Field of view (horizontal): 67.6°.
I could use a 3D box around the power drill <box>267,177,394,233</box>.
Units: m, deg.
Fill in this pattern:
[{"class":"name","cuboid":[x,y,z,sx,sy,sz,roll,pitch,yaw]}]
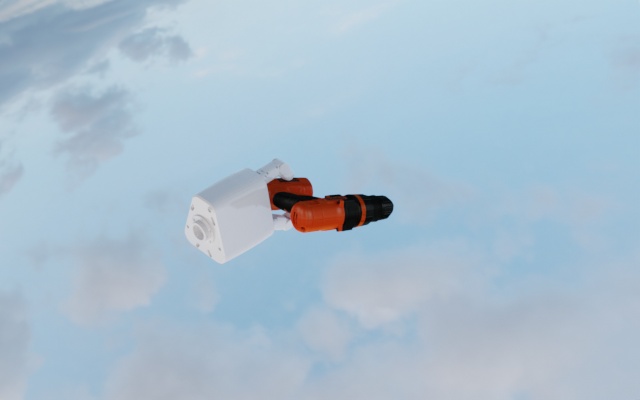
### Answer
[{"class":"power drill","cuboid":[0.000,0.003,0.780,0.184,0.057,0.187,-4,12,-35]}]
